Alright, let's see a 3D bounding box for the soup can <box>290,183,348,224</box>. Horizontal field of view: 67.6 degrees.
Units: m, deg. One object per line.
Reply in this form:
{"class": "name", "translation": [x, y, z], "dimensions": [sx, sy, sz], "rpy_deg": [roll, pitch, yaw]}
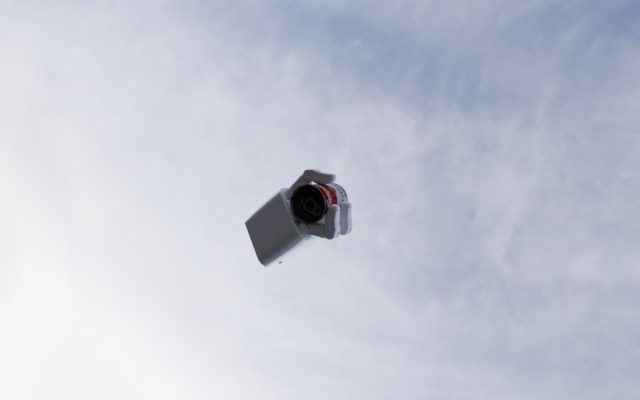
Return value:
{"class": "soup can", "translation": [0.001, 0.002, 0.856], "dimensions": [0.068, 0.068, 0.102], "rpy_deg": [0, 4, 26]}
